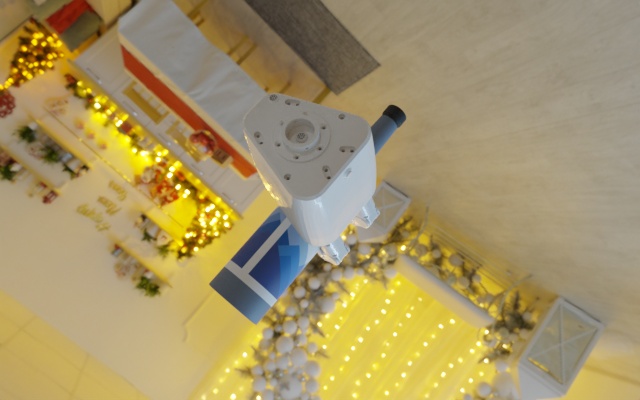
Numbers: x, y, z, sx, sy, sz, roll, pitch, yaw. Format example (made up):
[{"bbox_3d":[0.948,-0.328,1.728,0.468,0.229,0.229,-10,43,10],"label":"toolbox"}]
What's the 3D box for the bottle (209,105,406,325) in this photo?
[{"bbox_3d":[0.000,0.002,0.539,0.069,0.295,0.069,38,-15,12],"label":"bottle"}]
